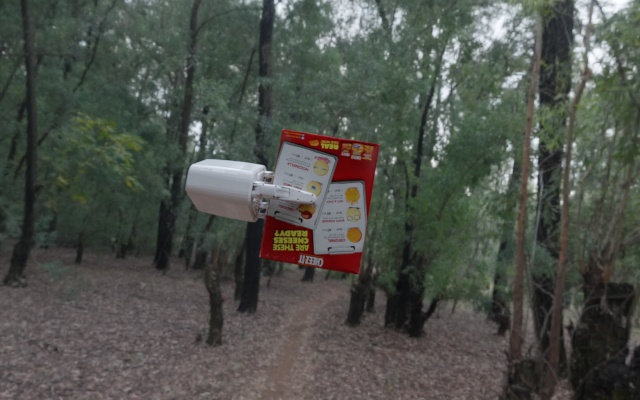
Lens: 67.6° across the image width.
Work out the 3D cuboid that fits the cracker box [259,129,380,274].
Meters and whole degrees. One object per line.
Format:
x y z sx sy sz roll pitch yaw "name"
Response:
0.000 0.002 0.794 0.164 0.213 0.072 9 -5 4 "cracker box"
